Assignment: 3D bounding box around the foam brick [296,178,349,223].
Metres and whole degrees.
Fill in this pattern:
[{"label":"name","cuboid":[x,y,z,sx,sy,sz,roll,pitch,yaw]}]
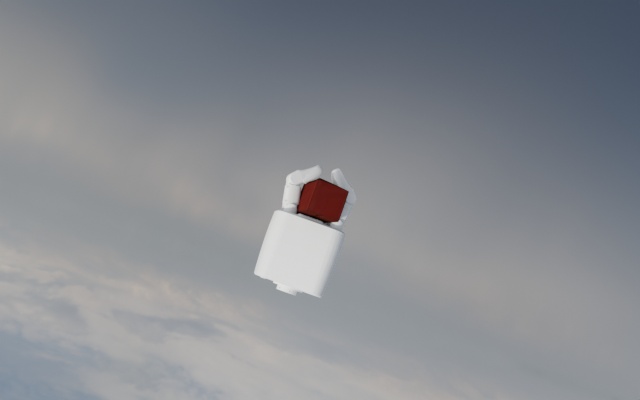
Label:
[{"label":"foam brick","cuboid":[0.000,0.002,0.731,0.053,0.051,0.078,23,-11,-16]}]
